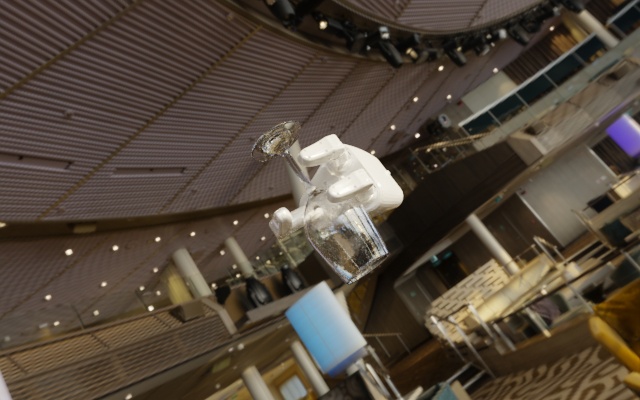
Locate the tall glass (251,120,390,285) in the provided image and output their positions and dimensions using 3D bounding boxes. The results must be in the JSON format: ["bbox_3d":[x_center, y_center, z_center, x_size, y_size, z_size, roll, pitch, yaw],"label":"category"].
[{"bbox_3d":[0.000,0.001,0.576,0.079,0.201,0.079,-32,-18,-11],"label":"tall glass"}]
